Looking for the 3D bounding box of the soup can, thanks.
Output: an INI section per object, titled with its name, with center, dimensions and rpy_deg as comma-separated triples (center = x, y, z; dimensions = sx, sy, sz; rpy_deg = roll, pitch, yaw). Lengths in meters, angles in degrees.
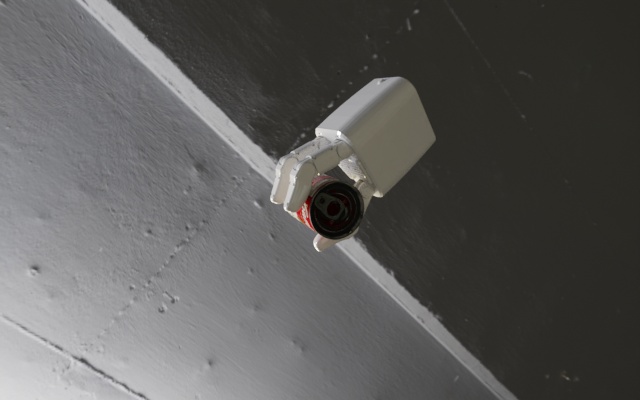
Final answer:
[soup can]
center = 0.000, 0.002, 0.583
dimensions = 0.068, 0.068, 0.102
rpy_deg = 0, 11, -23
